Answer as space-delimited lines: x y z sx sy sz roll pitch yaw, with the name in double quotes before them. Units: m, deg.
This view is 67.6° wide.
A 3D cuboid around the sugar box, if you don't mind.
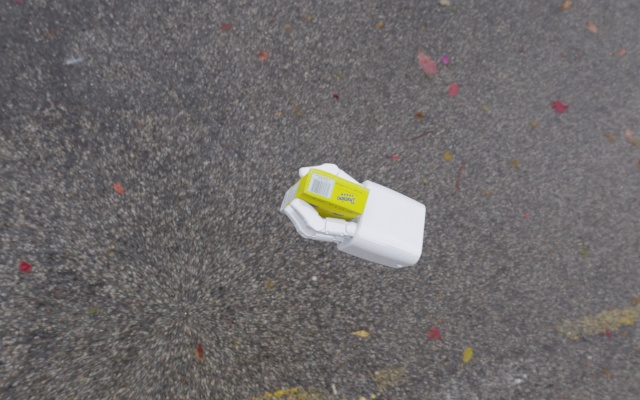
"sugar box" 0.000 0.003 0.744 0.093 0.048 0.176 21 -18 -10
